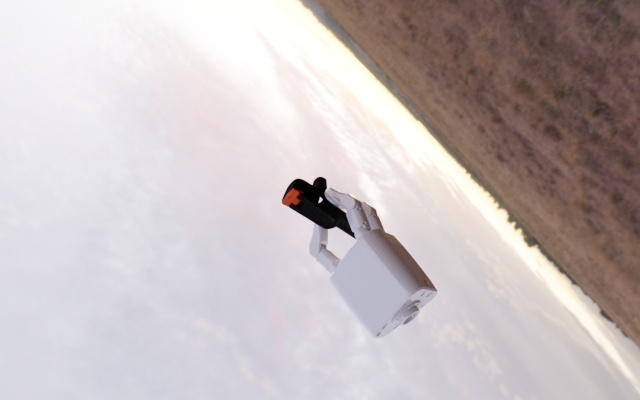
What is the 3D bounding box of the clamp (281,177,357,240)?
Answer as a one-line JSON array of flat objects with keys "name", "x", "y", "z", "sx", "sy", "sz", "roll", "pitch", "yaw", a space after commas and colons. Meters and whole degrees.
[{"name": "clamp", "x": -0.001, "y": 0.003, "z": 0.737, "sx": 0.164, "sy": 0.036, "sz": 0.210, "roll": 49, "pitch": 15, "yaw": 31}]
